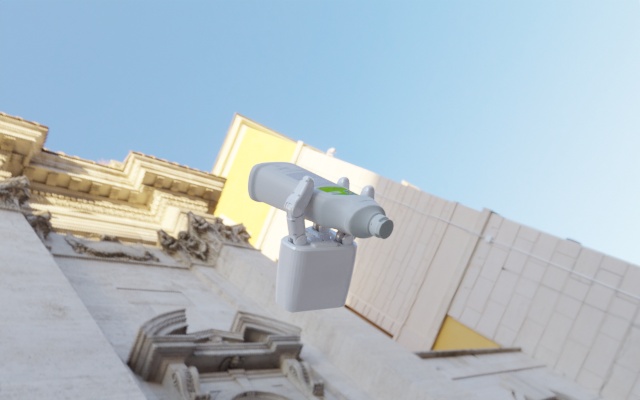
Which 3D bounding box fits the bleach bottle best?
[{"bbox_3d":[0.000,0.002,0.716,0.102,0.068,0.250,-8,23,-41],"label":"bleach bottle"}]
